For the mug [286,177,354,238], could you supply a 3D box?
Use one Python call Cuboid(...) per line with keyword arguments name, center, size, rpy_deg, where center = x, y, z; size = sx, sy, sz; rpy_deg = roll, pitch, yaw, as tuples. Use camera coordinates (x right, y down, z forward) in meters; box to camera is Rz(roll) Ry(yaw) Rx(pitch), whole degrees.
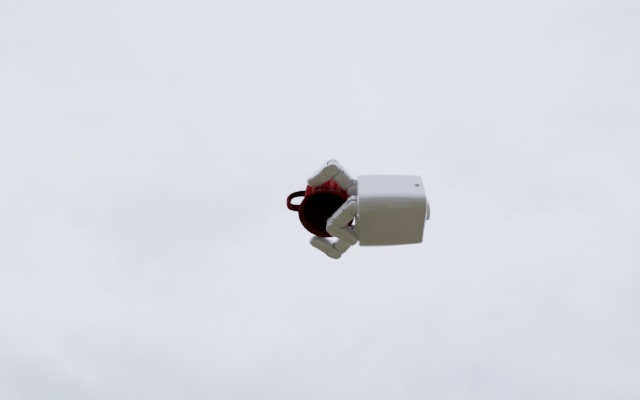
Cuboid(name="mug", center=(-0.001, 0.003, 0.815), size=(0.117, 0.093, 0.081), rpy_deg=(1, 31, 4))
